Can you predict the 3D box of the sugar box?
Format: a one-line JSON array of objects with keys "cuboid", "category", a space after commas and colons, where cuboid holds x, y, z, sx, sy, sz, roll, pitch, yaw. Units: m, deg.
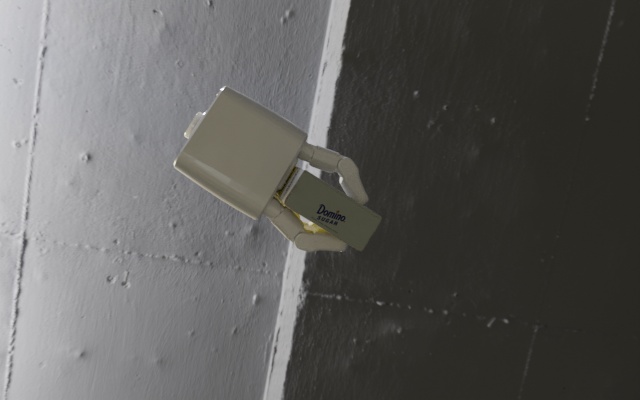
[{"cuboid": [0.000, 0.002, 0.537, 0.093, 0.048, 0.176, 31, 3, -10], "category": "sugar box"}]
